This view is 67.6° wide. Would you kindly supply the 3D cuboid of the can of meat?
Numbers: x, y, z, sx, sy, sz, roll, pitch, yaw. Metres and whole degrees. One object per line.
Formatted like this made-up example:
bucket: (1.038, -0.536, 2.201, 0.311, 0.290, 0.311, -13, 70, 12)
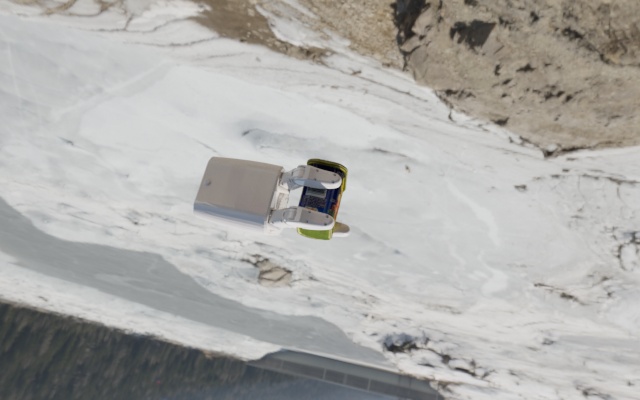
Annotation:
can of meat: (0.000, 0.003, 0.663, 0.057, 0.084, 0.102, 13, -19, 5)
